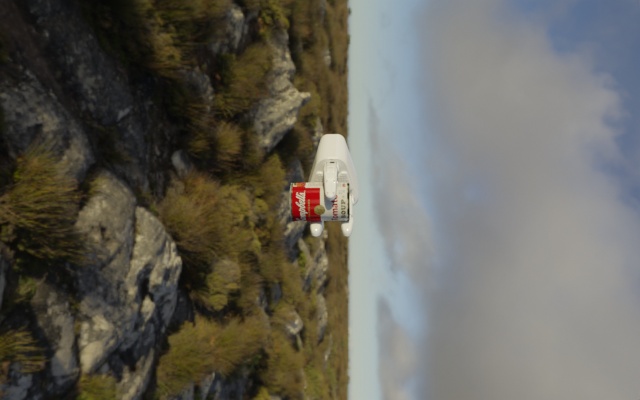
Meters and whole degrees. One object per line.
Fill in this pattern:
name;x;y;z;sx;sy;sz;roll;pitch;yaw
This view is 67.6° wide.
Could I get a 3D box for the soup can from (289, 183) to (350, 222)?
soup can;0.000;0.003;0.835;0.102;0.068;0.068;0;0;3
